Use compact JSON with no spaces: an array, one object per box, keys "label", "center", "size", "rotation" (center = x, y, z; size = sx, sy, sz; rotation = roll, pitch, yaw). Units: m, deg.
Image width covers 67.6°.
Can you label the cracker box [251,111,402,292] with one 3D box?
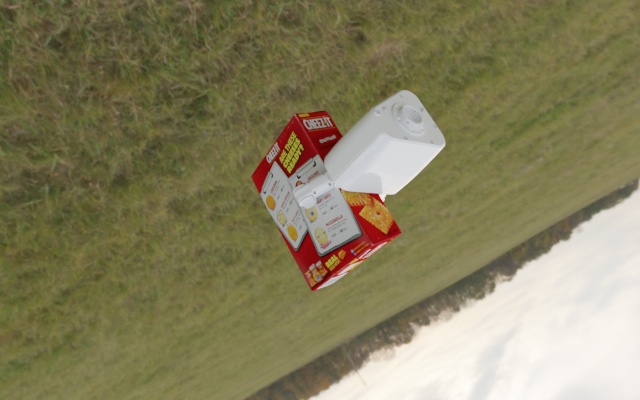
[{"label":"cracker box","center":[0.000,0.002,0.706],"size":[0.072,0.213,0.164],"rotation":[-15,-21,-41]}]
